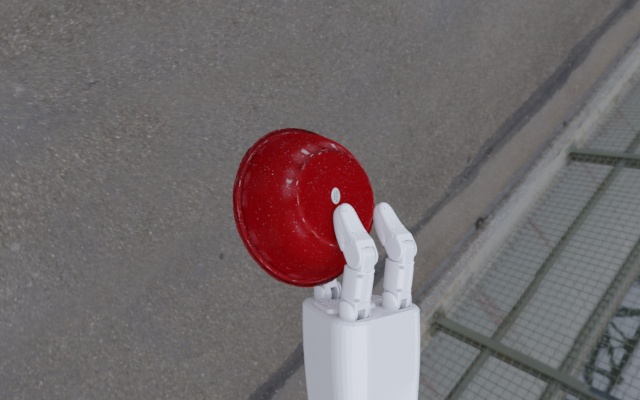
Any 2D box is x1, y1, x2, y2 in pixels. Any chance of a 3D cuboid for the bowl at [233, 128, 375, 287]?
[{"bbox_3d":[0.000,0.000,0.459,0.162,0.162,0.055,0,-9,-38],"label":"bowl"}]
